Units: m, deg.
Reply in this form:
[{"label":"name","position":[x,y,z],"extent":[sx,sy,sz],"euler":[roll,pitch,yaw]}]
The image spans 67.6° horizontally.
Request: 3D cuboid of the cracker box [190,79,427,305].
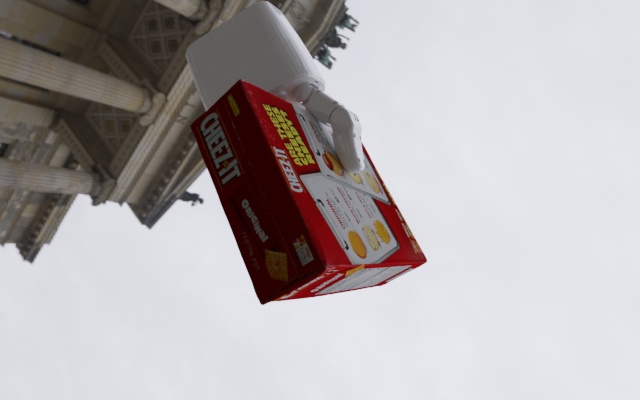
[{"label":"cracker box","position":[0.000,0.001,0.440],"extent":[0.072,0.164,0.214],"euler":[-35,-21,23]}]
